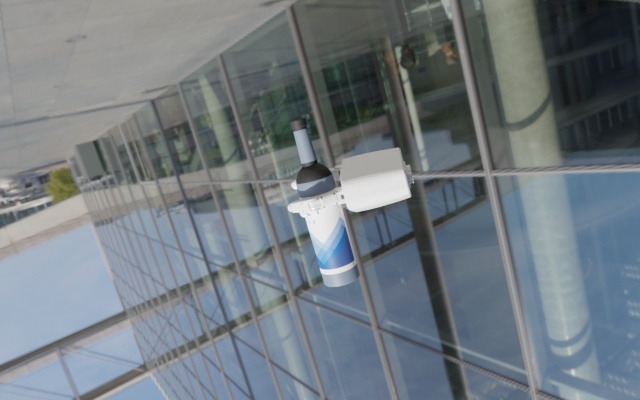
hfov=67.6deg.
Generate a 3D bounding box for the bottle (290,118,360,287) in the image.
[{"bbox_3d":[0.000,0.003,0.835,0.069,0.296,0.069,-15,11,3],"label":"bottle"}]
